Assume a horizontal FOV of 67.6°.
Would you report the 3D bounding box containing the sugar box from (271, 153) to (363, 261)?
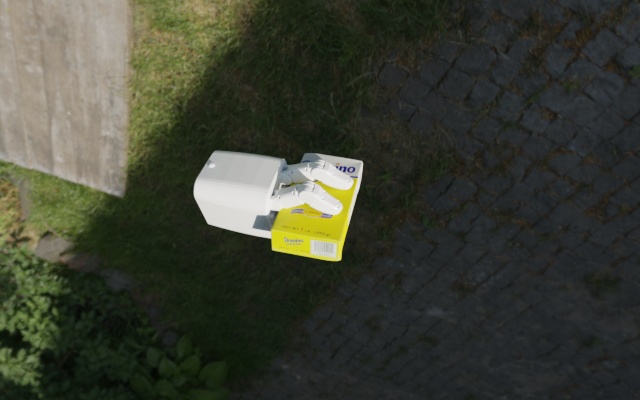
[{"bbox_3d":[0.000,0.002,0.671,0.093,0.048,0.176,10,44,8],"label":"sugar box"}]
